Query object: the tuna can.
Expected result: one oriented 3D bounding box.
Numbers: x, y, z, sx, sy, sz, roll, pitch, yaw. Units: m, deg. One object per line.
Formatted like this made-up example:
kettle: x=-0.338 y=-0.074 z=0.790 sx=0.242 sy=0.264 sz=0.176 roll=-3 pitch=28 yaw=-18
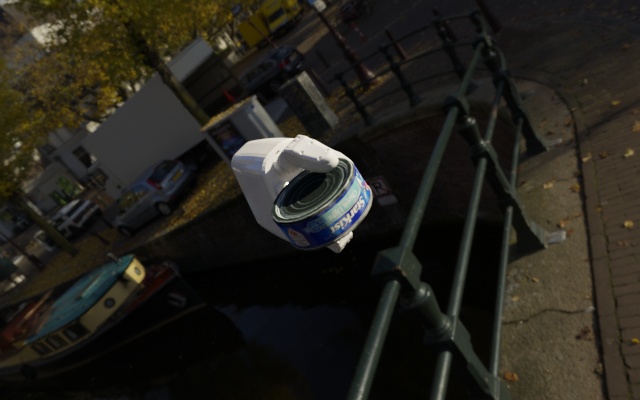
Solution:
tuna can: x=0.000 y=0.001 z=0.417 sx=0.086 sy=0.034 sz=0.086 roll=-27 pitch=29 yaw=16
